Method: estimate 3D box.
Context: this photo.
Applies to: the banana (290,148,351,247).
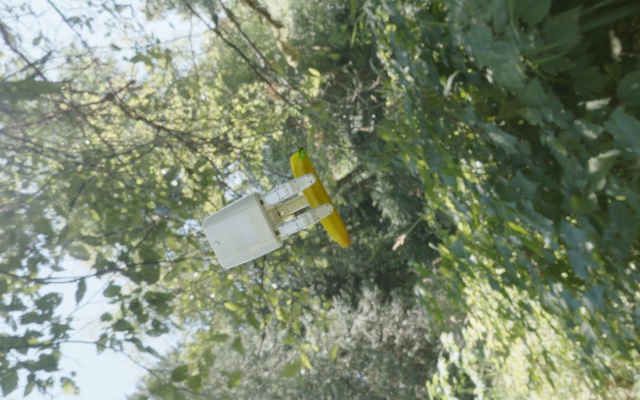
[{"bbox_3d":[-0.005,-0.007,0.802,0.037,0.198,0.069,-29,26,-1],"label":"banana"}]
